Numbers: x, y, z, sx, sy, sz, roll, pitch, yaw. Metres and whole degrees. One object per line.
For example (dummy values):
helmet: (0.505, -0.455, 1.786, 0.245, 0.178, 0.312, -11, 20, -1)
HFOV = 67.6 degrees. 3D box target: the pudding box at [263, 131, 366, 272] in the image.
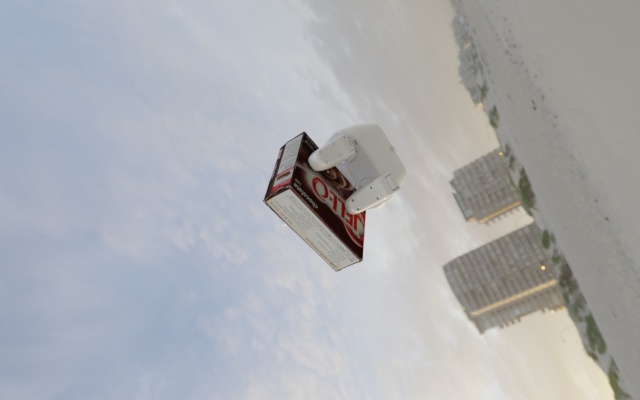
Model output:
pudding box: (0.000, 0.002, 0.473, 0.039, 0.090, 0.113, -31, -60, 28)
